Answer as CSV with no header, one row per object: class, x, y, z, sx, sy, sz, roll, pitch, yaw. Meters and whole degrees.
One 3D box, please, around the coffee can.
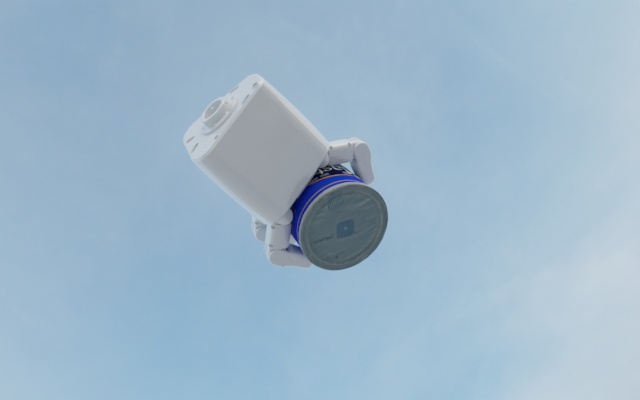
coffee can,0.000,0.002,0.559,0.103,0.103,0.140,0,24,-25
